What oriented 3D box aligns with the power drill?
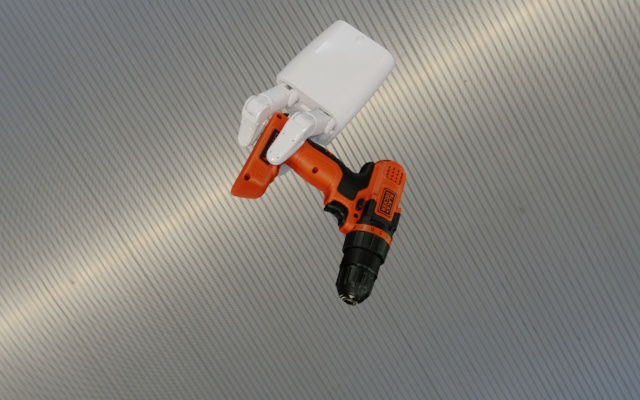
[{"bbox_3d":[0.000,0.001,0.532,0.188,0.184,0.057,29,-32,-14],"label":"power drill"}]
